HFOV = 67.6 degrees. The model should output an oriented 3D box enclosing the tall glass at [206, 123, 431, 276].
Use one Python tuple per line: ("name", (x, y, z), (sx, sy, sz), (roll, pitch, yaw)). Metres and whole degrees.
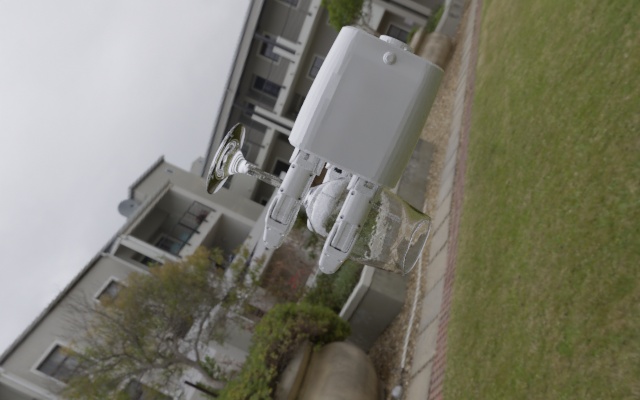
("tall glass", (-0.001, 0.001, 0.452), (0.201, 0.079, 0.079), (25, 1, 1))
